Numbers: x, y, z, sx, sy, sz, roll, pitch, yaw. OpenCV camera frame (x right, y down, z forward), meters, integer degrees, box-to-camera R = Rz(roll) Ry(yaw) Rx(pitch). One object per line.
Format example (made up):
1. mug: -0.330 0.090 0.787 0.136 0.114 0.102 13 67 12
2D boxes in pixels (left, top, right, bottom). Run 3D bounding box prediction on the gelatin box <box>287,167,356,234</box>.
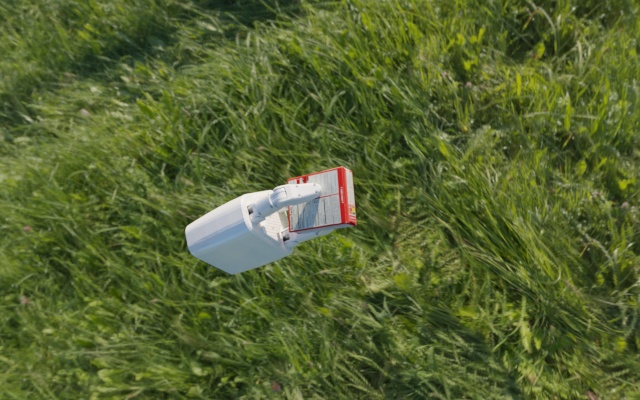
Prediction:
1. gelatin box: 0.000 0.002 0.619 0.089 0.073 0.030 -12 -15 30
